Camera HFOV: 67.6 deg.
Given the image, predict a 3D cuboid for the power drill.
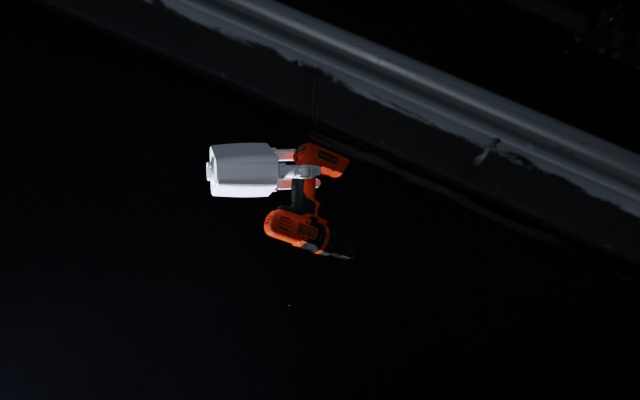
[{"bbox_3d":[0.000,0.002,0.870,0.184,0.187,0.057,21,-24,-26],"label":"power drill"}]
